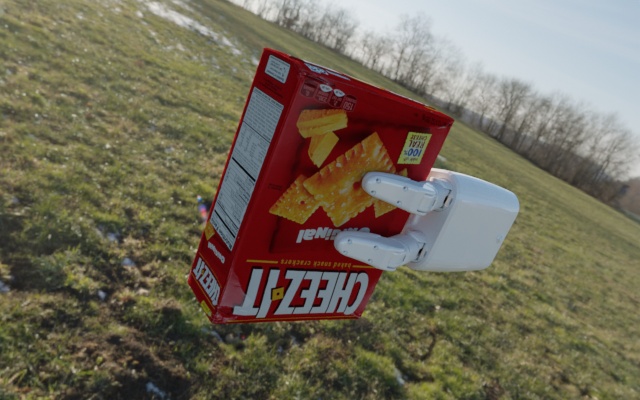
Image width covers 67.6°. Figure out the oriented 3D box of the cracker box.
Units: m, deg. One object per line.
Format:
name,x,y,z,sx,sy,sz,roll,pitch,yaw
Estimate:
cracker box,0.000,0.001,0.412,0.164,0.214,0.072,9,21,-37
